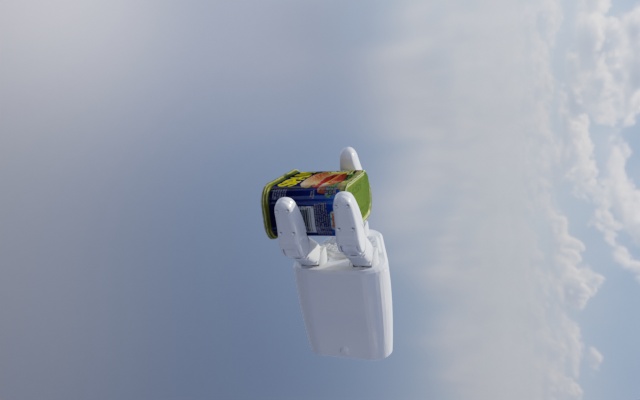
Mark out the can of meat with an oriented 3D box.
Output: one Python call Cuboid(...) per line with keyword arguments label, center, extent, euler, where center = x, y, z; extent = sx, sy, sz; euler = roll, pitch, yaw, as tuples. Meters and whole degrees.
Cuboid(label="can of meat", center=(0.000, 0.002, 0.488), extent=(0.084, 0.057, 0.102), euler=(-1, 15, 21))
